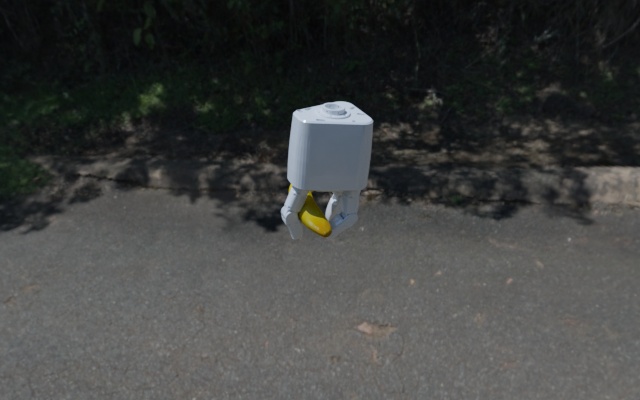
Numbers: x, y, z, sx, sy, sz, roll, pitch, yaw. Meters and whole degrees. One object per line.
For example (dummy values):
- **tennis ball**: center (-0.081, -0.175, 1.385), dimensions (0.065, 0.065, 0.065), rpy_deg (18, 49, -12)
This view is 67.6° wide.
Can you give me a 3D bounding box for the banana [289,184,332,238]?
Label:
- **banana**: center (-0.018, -0.002, 0.777), dimensions (0.069, 0.037, 0.197), rpy_deg (10, 25, -6)
